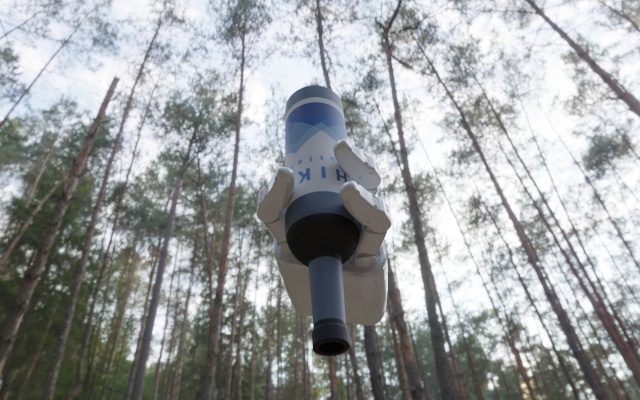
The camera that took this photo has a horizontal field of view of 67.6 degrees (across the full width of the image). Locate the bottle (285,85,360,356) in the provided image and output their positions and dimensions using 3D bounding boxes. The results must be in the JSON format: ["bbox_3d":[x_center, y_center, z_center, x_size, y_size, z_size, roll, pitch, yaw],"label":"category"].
[{"bbox_3d":[0.000,0.001,0.448,0.069,0.295,0.069,-2,-44,-2],"label":"bottle"}]
